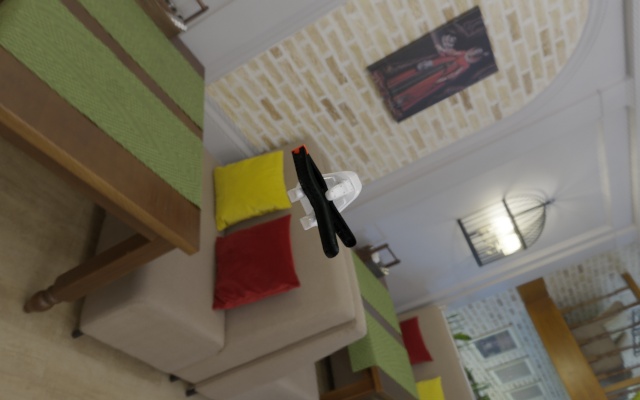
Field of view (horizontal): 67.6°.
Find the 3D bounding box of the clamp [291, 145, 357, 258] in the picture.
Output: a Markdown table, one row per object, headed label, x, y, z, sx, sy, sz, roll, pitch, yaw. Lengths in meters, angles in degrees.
| label | x | y | z | sx | sy | sz | roll | pitch | yaw |
| --- | --- | --- | --- | --- | --- | --- | --- | --- | --- |
| clamp | 0.001 | 0.002 | 0.832 | 0.036 | 0.210 | 0.164 | -25 | 1 | 13 |
